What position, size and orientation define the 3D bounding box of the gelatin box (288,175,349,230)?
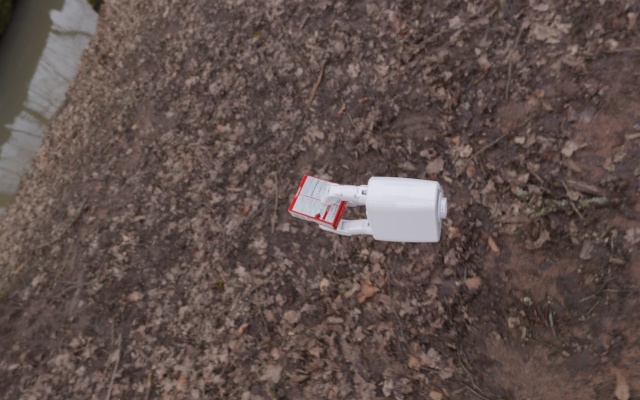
[{"bbox_3d":[0.000,0.002,0.821,0.089,0.073,0.030,17,-18,21],"label":"gelatin box"}]
